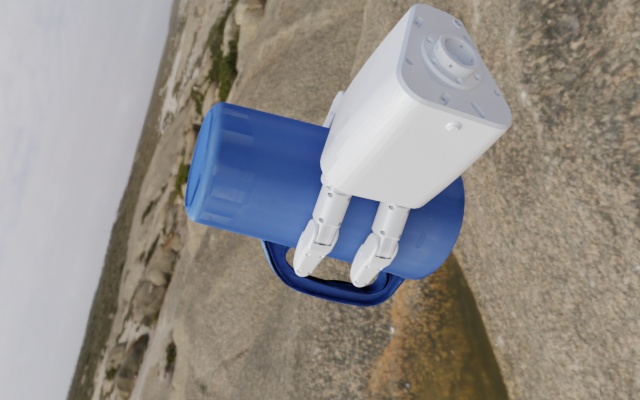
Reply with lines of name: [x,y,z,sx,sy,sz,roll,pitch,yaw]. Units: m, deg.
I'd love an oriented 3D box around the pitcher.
pitcher: [0.000,0.001,0.458,0.243,0.149,0.145,14,-35,-21]
